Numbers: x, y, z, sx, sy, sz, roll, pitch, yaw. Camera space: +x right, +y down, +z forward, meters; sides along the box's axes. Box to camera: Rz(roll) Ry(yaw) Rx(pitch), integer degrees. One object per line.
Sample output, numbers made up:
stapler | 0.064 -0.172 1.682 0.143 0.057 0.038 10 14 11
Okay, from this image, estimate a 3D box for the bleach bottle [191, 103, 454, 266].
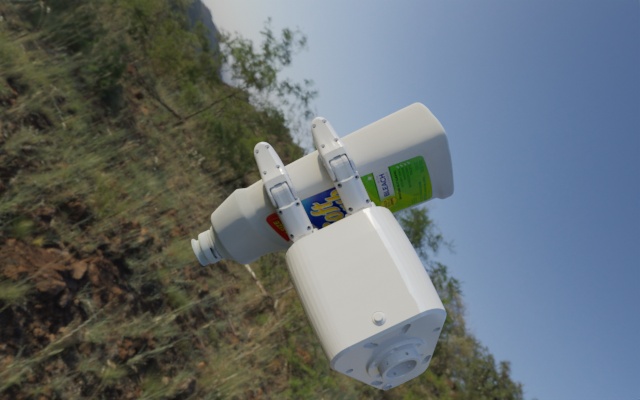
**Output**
bleach bottle | 0.000 0.001 0.461 0.251 0.068 0.103 -25 -42 -1
